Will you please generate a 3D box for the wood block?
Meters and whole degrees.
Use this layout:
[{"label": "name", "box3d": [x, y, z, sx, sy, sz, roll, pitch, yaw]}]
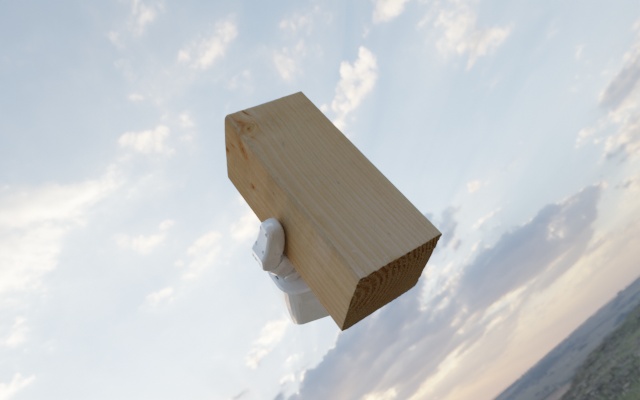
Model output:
[{"label": "wood block", "box3d": [0.000, 0.002, 0.446, 0.091, 0.206, 0.090, -25, -32, -27]}]
